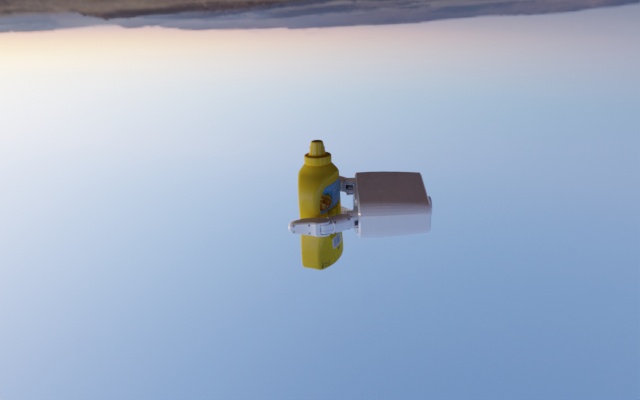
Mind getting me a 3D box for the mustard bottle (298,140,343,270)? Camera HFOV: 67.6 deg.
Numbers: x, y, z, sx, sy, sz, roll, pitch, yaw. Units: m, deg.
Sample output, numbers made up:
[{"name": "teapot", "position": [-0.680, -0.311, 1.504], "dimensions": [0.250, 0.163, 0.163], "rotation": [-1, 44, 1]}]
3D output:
[{"name": "mustard bottle", "position": [0.000, 0.003, 0.730], "dimensions": [0.058, 0.192, 0.096], "rotation": [7, 23, 24]}]
